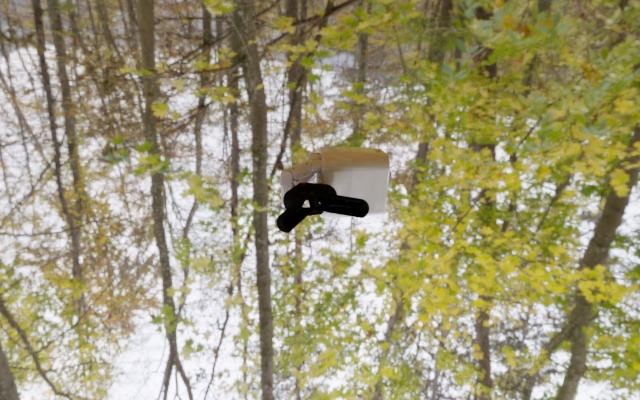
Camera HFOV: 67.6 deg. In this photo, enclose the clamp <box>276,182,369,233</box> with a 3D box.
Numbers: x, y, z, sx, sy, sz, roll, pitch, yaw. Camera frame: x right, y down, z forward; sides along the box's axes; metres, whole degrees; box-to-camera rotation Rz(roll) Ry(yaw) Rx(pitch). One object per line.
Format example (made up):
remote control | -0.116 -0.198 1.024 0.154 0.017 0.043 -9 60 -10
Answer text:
clamp | 0.000 0.003 0.674 0.120 0.039 0.171 -3 18 -3
